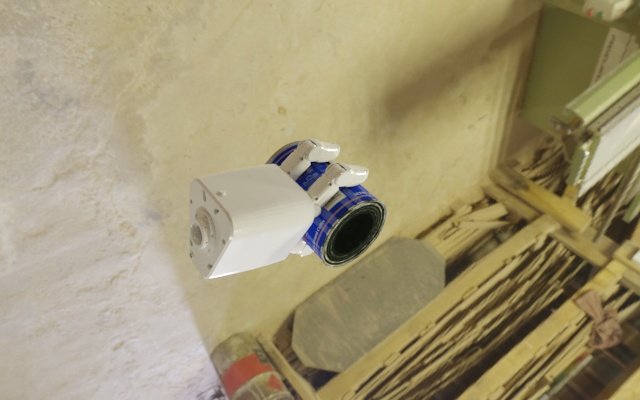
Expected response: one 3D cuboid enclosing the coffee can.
[{"bbox_3d":[0.000,0.002,0.612,0.103,0.103,0.140,0,35,-48],"label":"coffee can"}]
